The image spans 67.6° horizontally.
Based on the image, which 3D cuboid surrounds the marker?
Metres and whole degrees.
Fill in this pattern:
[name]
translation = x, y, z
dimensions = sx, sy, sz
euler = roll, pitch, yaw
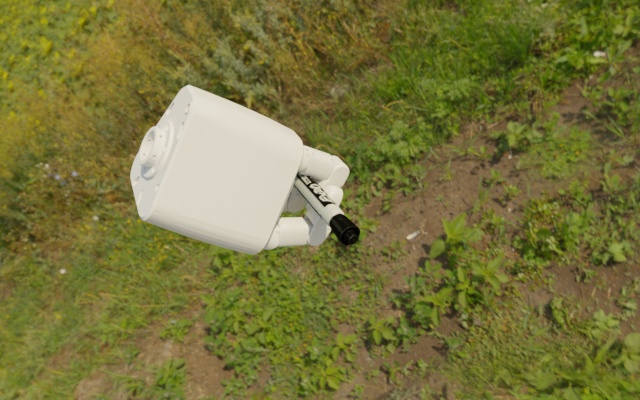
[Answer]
[marker]
translation = 0.000, 0.001, 0.420
dimensions = 0.020, 0.020, 0.121
euler = 0, 30, -29
